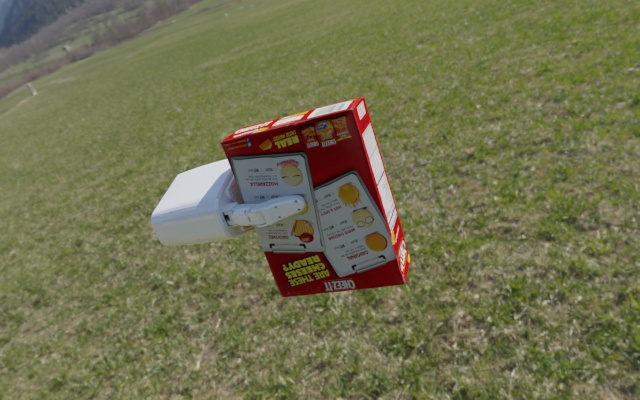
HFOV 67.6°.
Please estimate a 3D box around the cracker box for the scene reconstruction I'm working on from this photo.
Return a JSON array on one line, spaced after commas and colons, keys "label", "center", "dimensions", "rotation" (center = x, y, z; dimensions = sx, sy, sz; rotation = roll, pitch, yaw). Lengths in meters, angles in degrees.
[{"label": "cracker box", "center": [0.000, 0.002, 0.567], "dimensions": [0.164, 0.214, 0.072], "rotation": [-10, 21, 23]}]
